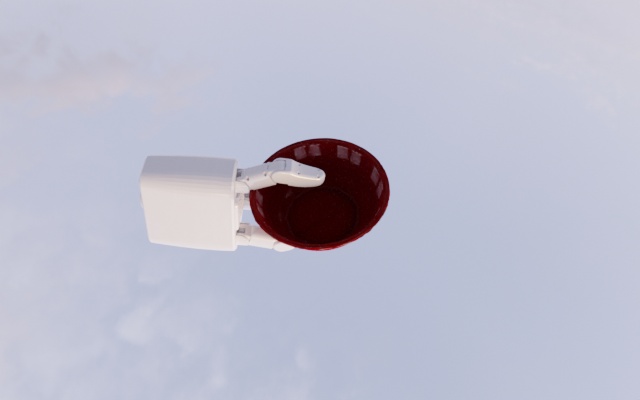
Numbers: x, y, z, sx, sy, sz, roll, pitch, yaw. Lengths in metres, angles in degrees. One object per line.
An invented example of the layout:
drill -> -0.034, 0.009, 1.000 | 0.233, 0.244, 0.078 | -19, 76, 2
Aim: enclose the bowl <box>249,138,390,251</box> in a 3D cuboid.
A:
bowl -> 0.001, 0.002, 0.564 | 0.162, 0.162, 0.055 | 0, -37, 6
